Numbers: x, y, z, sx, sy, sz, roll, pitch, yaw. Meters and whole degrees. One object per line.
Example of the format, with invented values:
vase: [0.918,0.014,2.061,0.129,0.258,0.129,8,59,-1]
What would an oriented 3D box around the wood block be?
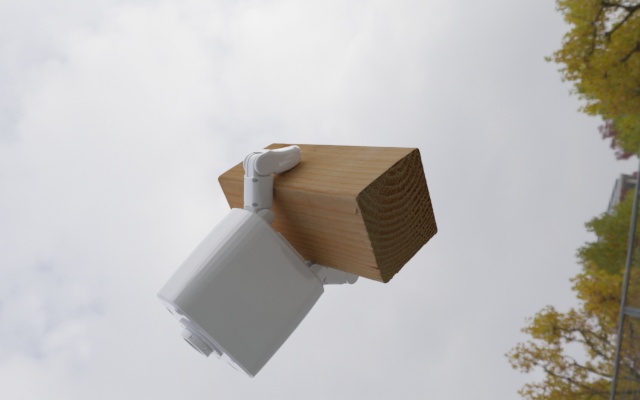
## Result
wood block: [0.000,0.001,0.481,0.206,0.091,0.090,9,37,46]
